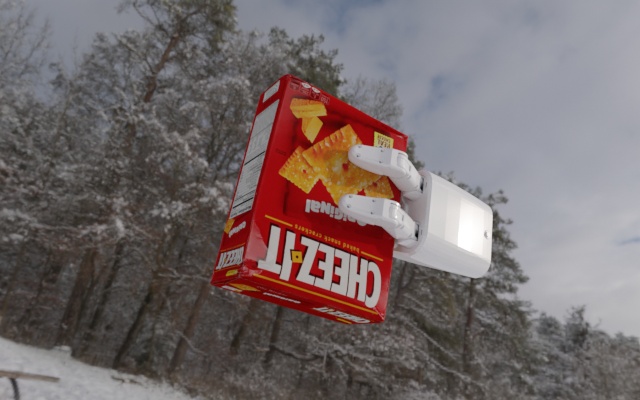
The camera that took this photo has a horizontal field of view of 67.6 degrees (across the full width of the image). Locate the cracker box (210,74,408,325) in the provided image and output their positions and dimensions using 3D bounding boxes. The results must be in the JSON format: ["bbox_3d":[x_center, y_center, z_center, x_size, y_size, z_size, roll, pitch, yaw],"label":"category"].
[{"bbox_3d":[0.000,0.001,0.489,0.164,0.213,0.072,23,-25,-27],"label":"cracker box"}]
